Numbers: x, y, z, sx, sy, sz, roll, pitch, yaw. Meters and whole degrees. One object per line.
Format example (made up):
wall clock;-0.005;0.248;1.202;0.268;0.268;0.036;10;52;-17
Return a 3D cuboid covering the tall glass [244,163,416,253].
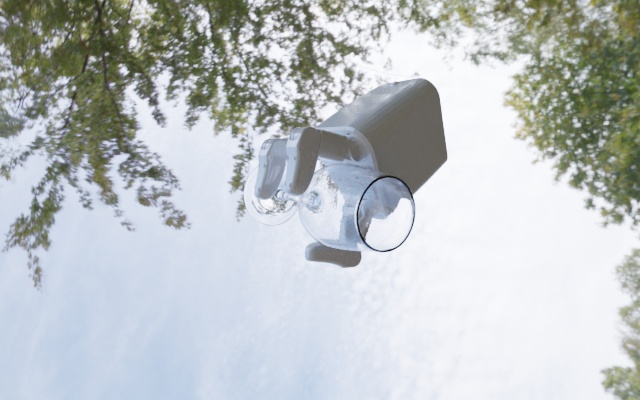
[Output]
tall glass;0.000;0.002;0.462;0.079;0.079;0.201;0;6;-32
